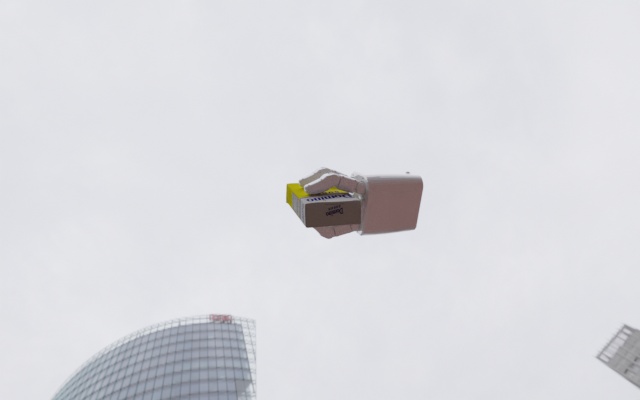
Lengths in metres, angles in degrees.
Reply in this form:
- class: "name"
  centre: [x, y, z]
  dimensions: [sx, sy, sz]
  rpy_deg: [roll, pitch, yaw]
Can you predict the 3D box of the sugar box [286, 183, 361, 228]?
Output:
- class: "sugar box"
  centre: [0.000, 0.002, 0.822]
  dimensions: [0.093, 0.048, 0.176]
  rpy_deg: [-4, 11, -14]
